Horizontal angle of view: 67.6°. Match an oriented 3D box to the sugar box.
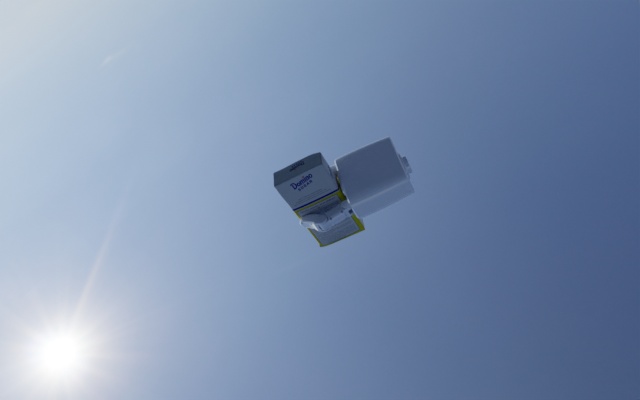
[{"bbox_3d":[0.000,0.002,0.842,0.093,0.176,0.048,-24,37,13],"label":"sugar box"}]
